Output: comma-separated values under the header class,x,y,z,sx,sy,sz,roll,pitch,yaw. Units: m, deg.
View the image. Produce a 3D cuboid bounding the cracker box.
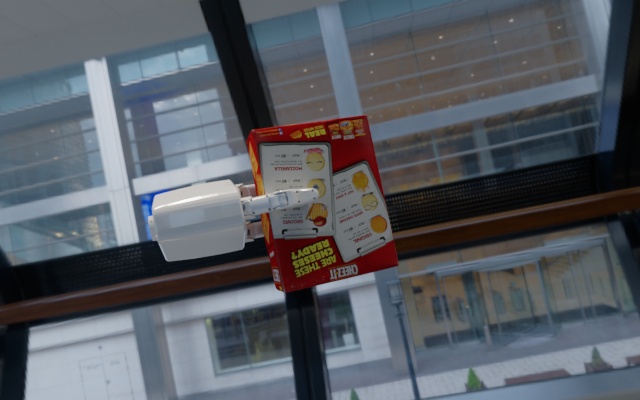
class,x,y,z,sx,sy,sz,roll,pitch,yaw
cracker box,0.000,0.002,0.656,0.164,0.213,0.072,-11,-4,-16
